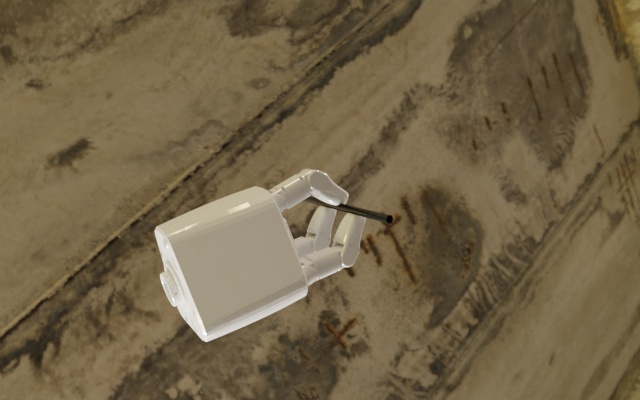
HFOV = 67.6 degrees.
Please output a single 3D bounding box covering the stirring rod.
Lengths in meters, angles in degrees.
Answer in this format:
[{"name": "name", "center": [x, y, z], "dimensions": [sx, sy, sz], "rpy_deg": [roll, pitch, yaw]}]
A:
[{"name": "stirring rod", "center": [0.000, 0.002, 0.540], "dimensions": [0.011, 0.011, 0.239], "rpy_deg": [0, 7, -32]}]
